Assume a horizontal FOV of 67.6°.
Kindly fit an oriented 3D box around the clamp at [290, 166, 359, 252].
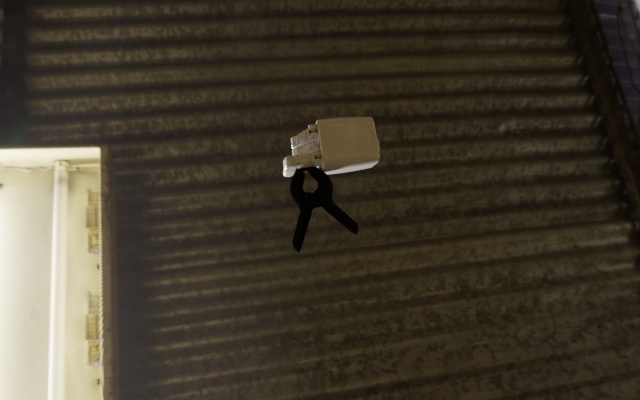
[{"bbox_3d":[0.000,0.003,0.864,0.120,0.171,0.039,-7,-17,-2],"label":"clamp"}]
